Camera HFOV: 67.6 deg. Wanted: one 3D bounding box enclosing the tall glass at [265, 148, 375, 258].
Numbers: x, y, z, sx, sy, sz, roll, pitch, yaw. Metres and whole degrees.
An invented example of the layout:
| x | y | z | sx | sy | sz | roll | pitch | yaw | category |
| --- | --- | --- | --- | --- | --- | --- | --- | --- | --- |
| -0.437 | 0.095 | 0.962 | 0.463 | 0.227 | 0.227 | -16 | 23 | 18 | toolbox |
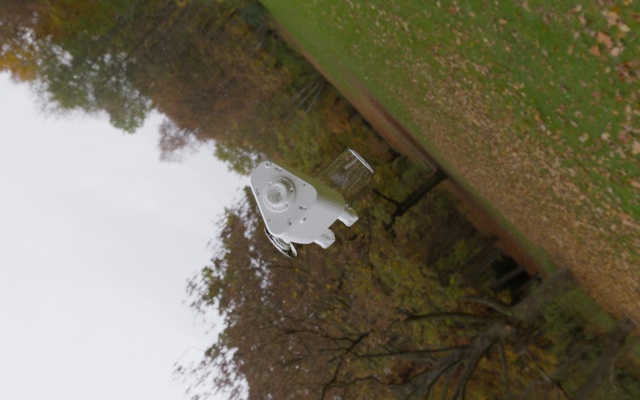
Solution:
| x | y | z | sx | sy | sz | roll | pitch | yaw | category |
| --- | --- | --- | --- | --- | --- | --- | --- | --- | --- |
| 0.000 | 0.003 | 0.808 | 0.201 | 0.079 | 0.079 | -45 | -10 | 10 | tall glass |
